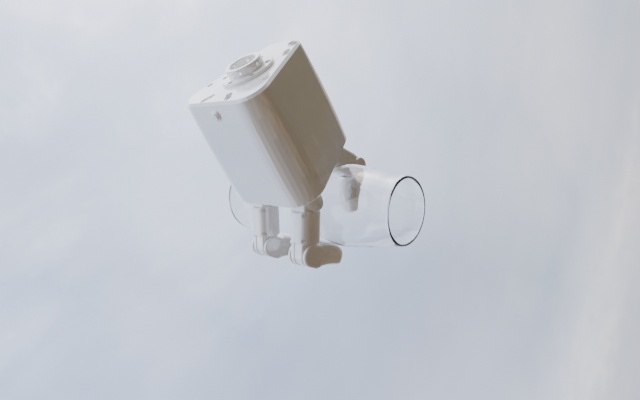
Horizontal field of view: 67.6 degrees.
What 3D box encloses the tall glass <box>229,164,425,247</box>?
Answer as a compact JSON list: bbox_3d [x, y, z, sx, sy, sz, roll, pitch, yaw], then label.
[{"bbox_3d":[0.000,0.002,0.476,0.201,0.079,0.079,6,4,41],"label":"tall glass"}]
